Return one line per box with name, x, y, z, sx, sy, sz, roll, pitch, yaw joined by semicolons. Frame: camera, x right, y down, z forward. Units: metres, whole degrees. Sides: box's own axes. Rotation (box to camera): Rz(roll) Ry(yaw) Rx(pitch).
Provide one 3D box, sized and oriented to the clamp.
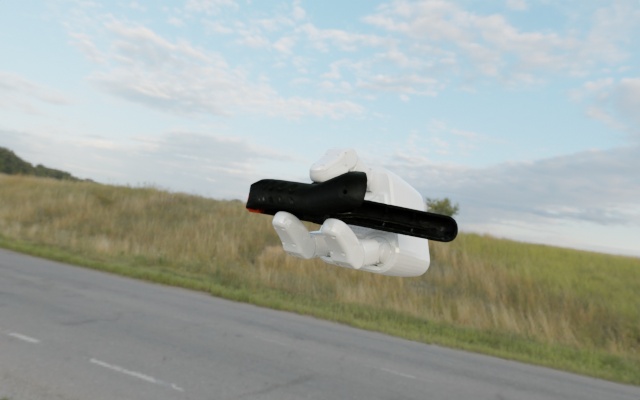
clamp;0.000;0.001;0.435;0.210;0.036;0.164;6;-11;34
